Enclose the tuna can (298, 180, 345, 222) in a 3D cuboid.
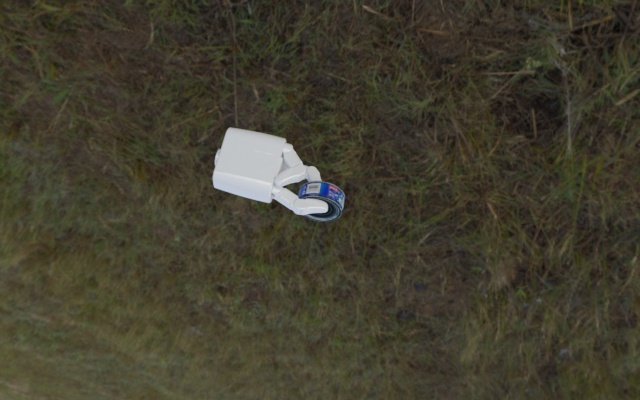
[{"bbox_3d":[0.000,0.003,0.868,0.086,0.033,0.086,7,-34,5],"label":"tuna can"}]
